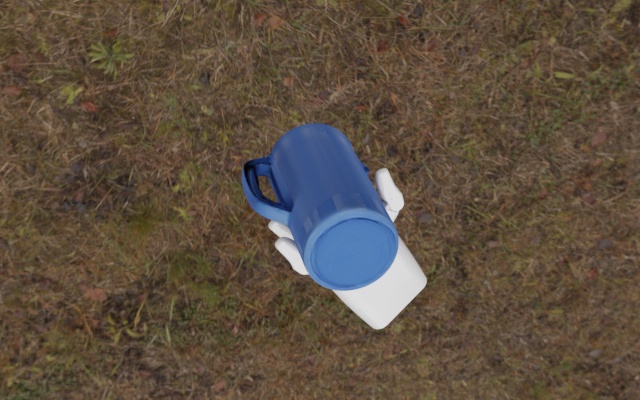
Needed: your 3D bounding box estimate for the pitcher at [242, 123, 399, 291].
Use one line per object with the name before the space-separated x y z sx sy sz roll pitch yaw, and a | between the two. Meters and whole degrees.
pitcher | 0.000 0.002 0.609 0.149 0.145 0.242 -36 29 7
